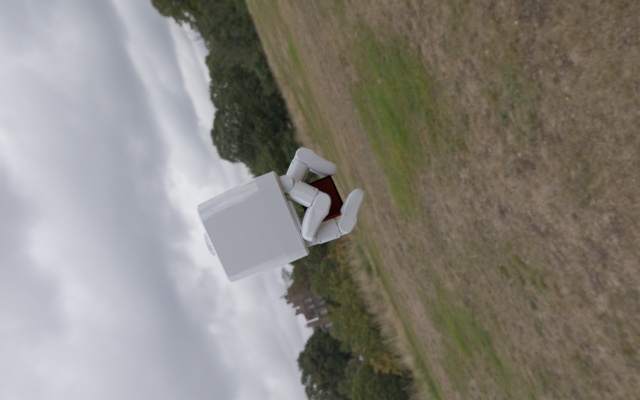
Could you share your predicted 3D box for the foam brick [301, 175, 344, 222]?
[{"bbox_3d":[0.000,0.002,0.656,0.051,0.053,0.078,-24,-6,-2],"label":"foam brick"}]
